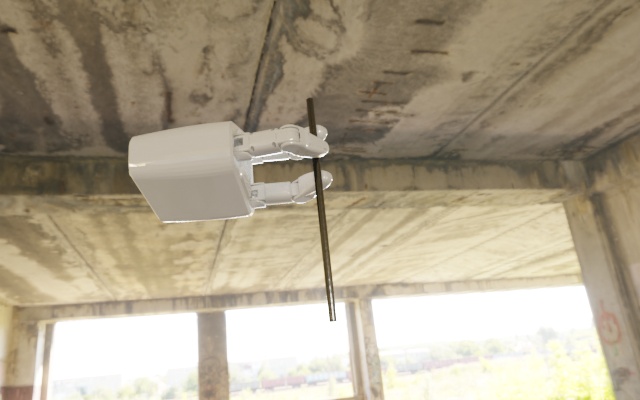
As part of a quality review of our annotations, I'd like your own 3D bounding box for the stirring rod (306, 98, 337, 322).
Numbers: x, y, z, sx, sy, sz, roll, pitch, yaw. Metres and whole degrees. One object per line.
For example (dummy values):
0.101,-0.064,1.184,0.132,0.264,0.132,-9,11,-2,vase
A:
0.000,0.002,0.490,0.011,0.239,0.011,-5,-19,-2,stirring rod
